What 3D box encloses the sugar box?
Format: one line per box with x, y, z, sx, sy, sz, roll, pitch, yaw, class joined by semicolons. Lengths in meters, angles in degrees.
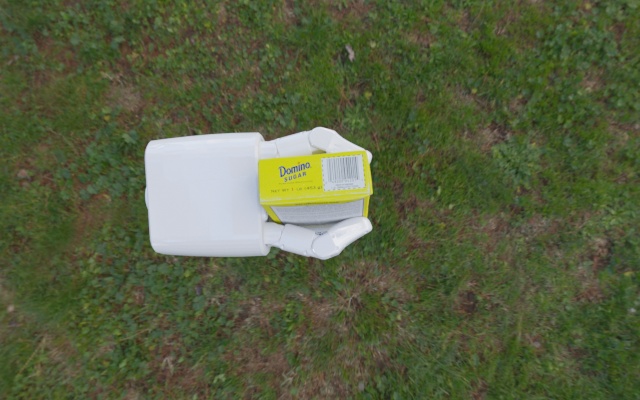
0.000;0.001;0.470;0.093;0.048;0.176;-4;-12;2;sugar box
